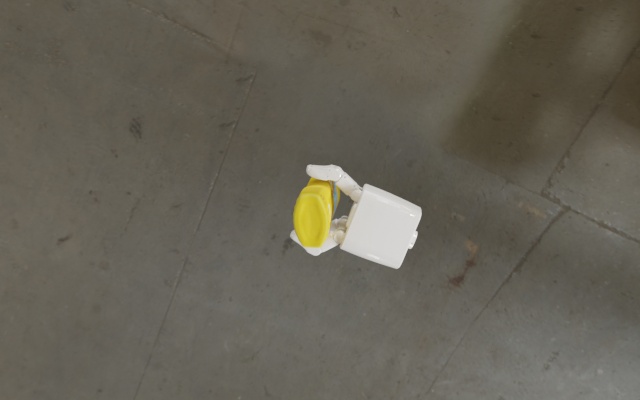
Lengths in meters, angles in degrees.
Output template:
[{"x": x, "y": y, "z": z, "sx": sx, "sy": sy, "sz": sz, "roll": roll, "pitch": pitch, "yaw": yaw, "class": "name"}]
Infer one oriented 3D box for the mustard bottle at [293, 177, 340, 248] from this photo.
[{"x": 0.000, "y": 0.003, "z": 0.838, "sx": 0.058, "sy": 0.096, "sz": 0.191, "roll": 0, "pitch": 19, "yaw": 10, "class": "mustard bottle"}]
